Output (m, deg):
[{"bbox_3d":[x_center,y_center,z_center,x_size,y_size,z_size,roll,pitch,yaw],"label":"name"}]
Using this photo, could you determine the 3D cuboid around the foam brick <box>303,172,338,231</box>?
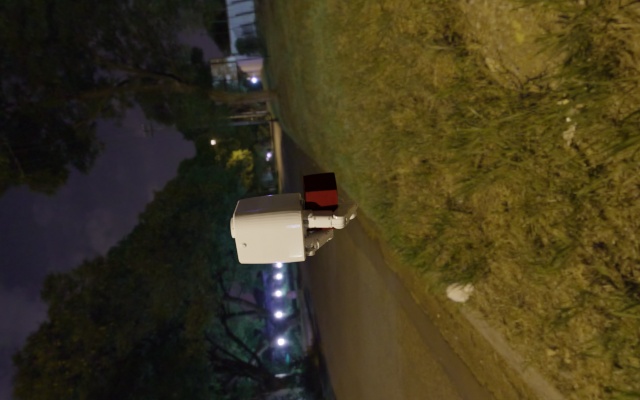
[{"bbox_3d":[0.000,0.002,0.759,0.051,0.078,0.053,-4,33,-2],"label":"foam brick"}]
